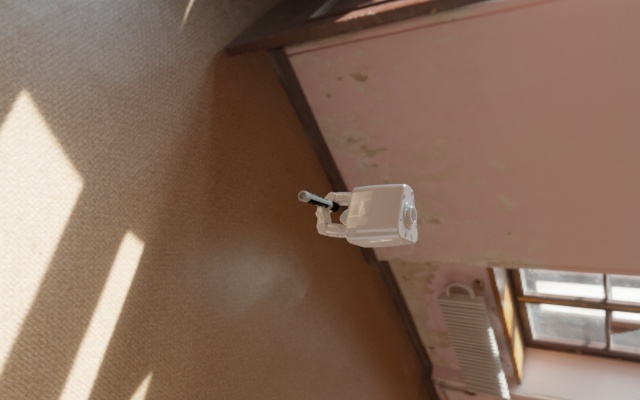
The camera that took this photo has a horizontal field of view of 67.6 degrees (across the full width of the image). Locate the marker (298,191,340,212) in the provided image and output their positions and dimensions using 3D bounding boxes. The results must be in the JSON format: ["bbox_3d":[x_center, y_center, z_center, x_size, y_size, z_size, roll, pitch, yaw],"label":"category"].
[{"bbox_3d":[0.000,0.003,0.895,0.020,0.020,0.121,0,-11,34],"label":"marker"}]
